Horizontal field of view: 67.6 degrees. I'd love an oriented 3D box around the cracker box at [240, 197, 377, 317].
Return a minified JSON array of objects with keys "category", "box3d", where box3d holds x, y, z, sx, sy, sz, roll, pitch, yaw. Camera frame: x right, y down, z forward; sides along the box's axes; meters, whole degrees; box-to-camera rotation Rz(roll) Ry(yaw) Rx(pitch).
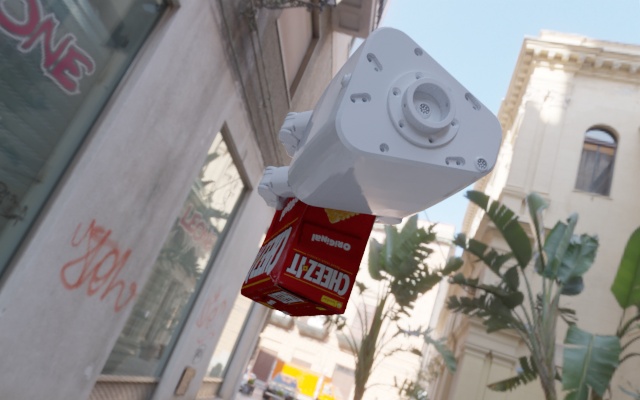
[{"category":"cracker box","box3d":[0.000,0.001,0.474,0.072,0.213,0.164,25,-20,-11]}]
